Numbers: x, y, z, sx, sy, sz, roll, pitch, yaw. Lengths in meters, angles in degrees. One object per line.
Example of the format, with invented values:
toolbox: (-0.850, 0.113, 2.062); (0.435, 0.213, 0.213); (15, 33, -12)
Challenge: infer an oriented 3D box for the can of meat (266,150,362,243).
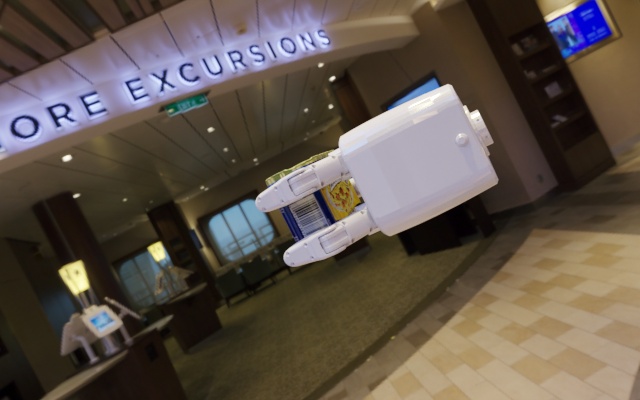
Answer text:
can of meat: (0.000, 0.001, 0.471); (0.057, 0.084, 0.102); (-26, 2, 24)
